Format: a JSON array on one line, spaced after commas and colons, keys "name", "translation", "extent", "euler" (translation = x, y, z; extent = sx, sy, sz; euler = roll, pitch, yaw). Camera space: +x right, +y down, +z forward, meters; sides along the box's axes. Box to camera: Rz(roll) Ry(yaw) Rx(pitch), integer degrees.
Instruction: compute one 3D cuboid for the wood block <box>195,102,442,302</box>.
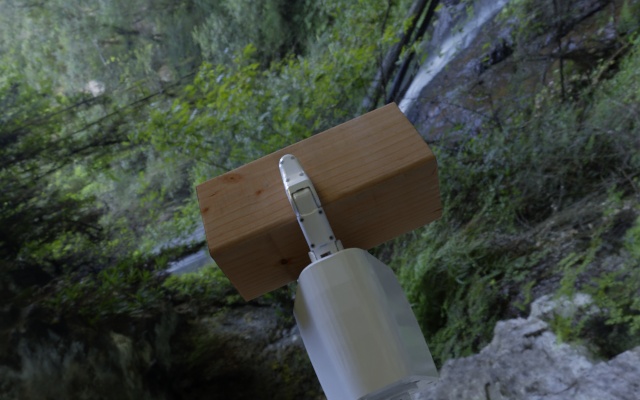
[{"name": "wood block", "translation": [0.000, 0.002, 0.456], "extent": [0.206, 0.090, 0.091], "euler": [-23, -42, -2]}]
